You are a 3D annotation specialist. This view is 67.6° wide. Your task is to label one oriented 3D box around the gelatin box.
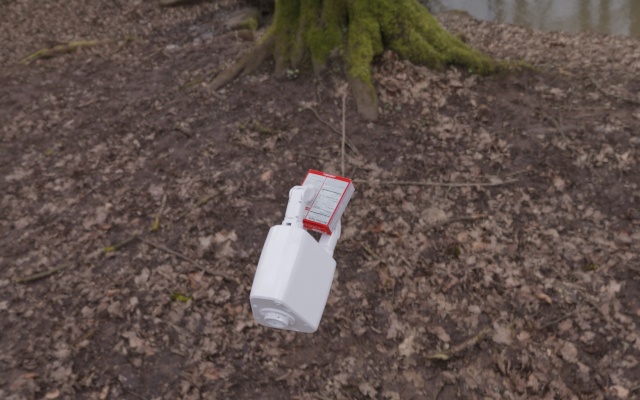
[{"bbox_3d":[0.000,0.002,0.715,0.073,0.089,0.030,15,-26,27],"label":"gelatin box"}]
